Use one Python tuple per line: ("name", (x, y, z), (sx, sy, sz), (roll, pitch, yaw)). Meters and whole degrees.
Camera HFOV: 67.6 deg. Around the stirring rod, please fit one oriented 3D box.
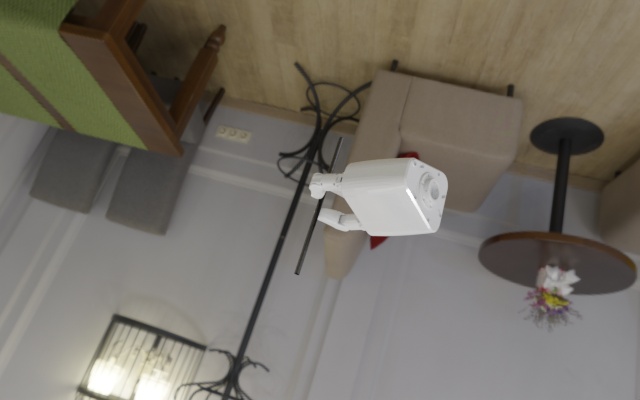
("stirring rod", (0.000, 0.002, 0.745), (0.011, 0.239, 0.011), (16, -22, 7))
